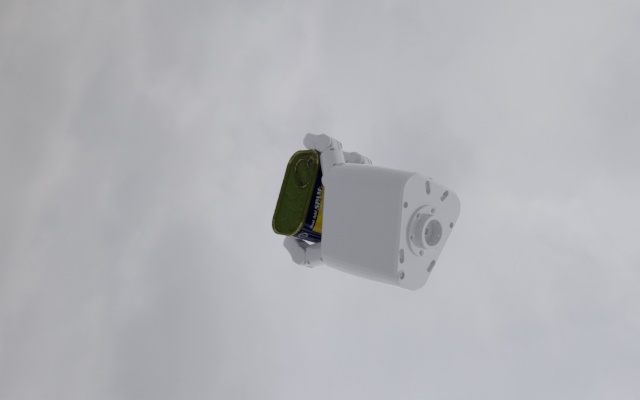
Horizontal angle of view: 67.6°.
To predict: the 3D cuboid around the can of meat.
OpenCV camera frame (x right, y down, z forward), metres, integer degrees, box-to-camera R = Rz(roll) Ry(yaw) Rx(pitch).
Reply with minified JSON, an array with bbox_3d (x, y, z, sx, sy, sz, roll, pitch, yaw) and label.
[{"bbox_3d":[0.000,0.002,0.568,0.084,0.102,0.057,21,-11,-37],"label":"can of meat"}]
